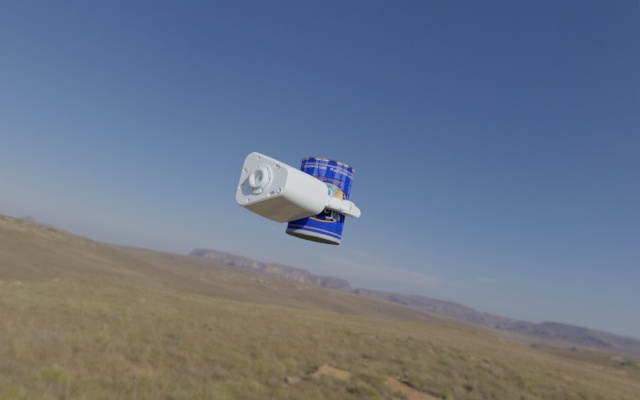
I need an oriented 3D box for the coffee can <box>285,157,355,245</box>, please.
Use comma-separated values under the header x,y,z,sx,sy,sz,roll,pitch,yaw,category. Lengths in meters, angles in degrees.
x,y,z,sx,sy,sz,roll,pitch,yaw,category
0.000,0.003,0.883,0.103,0.140,0.103,12,-10,2,coffee can
